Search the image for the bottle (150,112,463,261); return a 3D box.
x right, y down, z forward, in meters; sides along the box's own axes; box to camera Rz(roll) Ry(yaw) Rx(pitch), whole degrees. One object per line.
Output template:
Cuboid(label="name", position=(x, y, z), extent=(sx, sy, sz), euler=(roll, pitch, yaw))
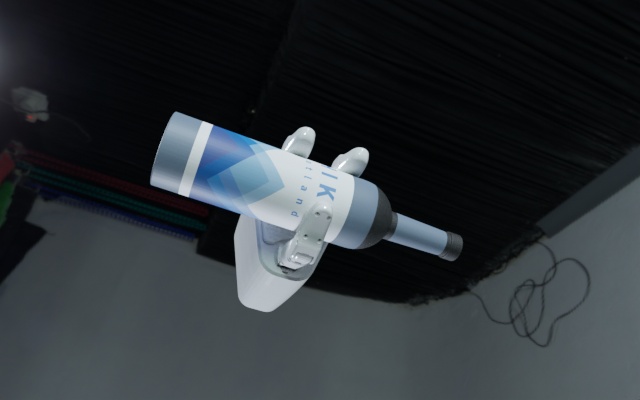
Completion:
Cuboid(label="bottle", position=(0.000, 0.001, 0.445), extent=(0.296, 0.069, 0.069), euler=(19, -5, -14))
